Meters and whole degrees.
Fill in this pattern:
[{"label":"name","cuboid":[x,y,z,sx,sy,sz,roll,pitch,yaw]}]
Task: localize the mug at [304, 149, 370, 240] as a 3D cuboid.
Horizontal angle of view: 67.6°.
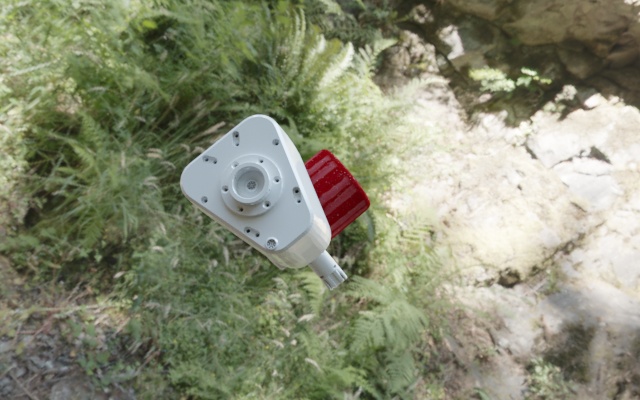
[{"label":"mug","cuboid":[0.000,0.002,0.526,0.081,0.093,0.117,-39,-12,-2]}]
